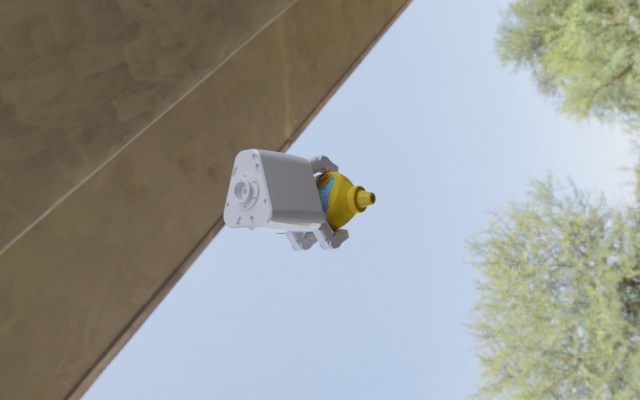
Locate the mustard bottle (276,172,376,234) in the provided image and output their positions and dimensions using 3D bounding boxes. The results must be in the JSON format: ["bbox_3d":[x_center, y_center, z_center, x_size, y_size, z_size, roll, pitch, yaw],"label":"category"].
[{"bbox_3d":[0.000,0.003,0.752,0.191,0.096,0.058,-5,-31,37],"label":"mustard bottle"}]
